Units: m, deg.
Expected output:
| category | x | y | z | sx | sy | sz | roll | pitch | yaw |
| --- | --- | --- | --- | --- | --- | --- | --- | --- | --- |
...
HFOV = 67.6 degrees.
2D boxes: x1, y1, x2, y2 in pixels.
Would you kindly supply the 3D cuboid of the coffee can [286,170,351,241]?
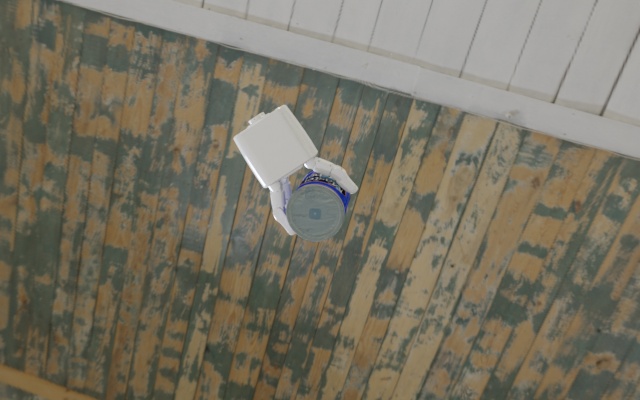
| category | x | y | z | sx | sy | sz | roll | pitch | yaw |
| --- | --- | --- | --- | --- | --- | --- | --- | --- | --- |
| coffee can | 0.000 | 0.003 | 0.886 | 0.103 | 0.103 | 0.140 | 0 | 17 | 8 |
